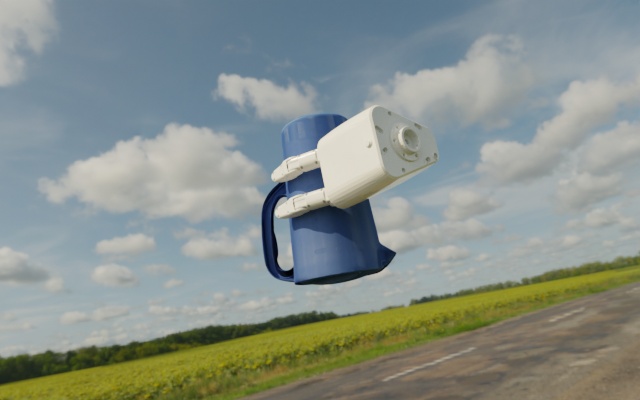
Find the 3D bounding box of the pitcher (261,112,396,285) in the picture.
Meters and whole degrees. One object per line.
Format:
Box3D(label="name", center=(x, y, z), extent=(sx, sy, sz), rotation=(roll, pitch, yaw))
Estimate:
Box3D(label="pitcher", center=(0.000, 0.002, 0.706), extent=(0.149, 0.242, 0.145), rotation=(0, -17, -35))
